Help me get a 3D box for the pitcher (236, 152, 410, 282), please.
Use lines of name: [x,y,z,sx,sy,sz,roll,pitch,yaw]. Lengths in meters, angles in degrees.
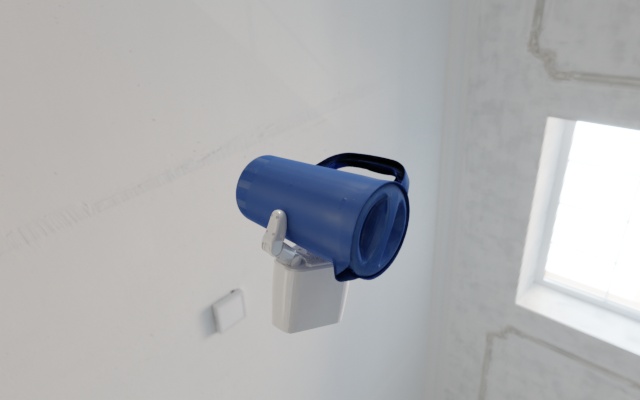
pitcher: [0.000,0.002,0.684,0.243,0.145,0.149,20,21,37]
